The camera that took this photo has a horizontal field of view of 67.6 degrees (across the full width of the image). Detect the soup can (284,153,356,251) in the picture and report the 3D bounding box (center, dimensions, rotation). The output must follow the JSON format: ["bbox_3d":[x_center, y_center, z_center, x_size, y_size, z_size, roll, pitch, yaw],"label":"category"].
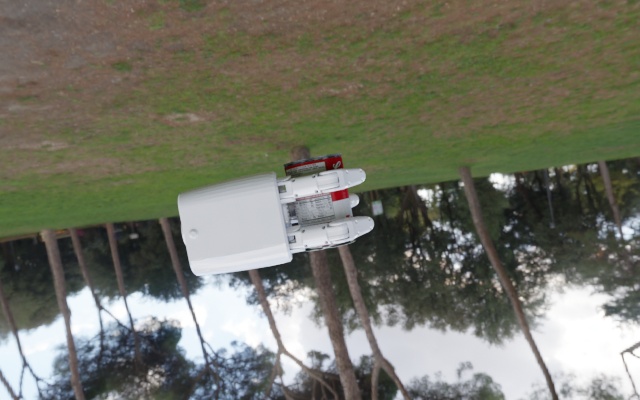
[{"bbox_3d":[0.001,0.002,0.552,0.068,0.102,0.068,-11,2,0],"label":"soup can"}]
